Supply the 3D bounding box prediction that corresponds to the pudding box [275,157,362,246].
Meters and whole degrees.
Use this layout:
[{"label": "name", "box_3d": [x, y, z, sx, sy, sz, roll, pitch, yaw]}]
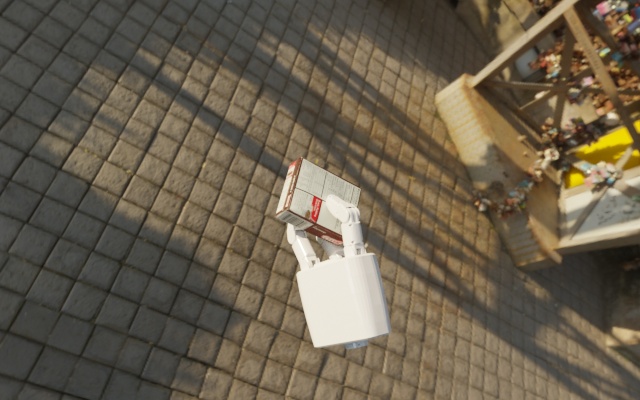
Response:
[{"label": "pudding box", "box_3d": [0.000, 0.002, 0.687, 0.113, 0.090, 0.039, 27, -30, -25]}]
